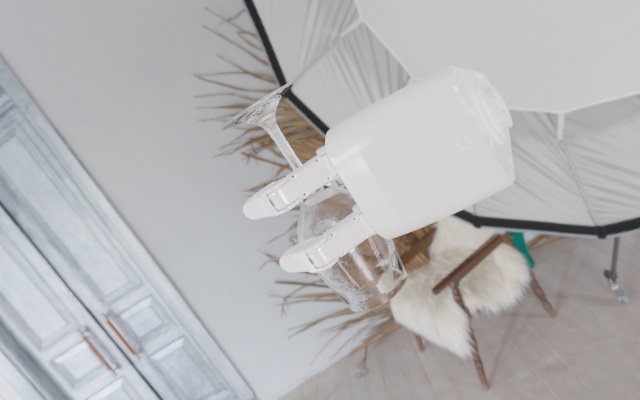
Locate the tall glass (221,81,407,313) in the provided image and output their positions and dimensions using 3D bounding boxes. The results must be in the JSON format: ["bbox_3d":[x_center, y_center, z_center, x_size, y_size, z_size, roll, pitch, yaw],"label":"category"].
[{"bbox_3d":[0.000,0.001,0.422,0.079,0.201,0.079,-32,10,6],"label":"tall glass"}]
